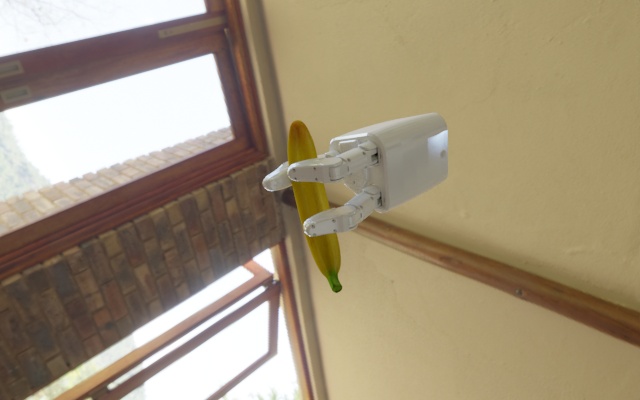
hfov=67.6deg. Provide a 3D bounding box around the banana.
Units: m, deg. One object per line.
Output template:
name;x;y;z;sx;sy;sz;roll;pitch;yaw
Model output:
banana;-0.005;0.005;0.561;0.037;0.198;0.069;-17;5;-18
